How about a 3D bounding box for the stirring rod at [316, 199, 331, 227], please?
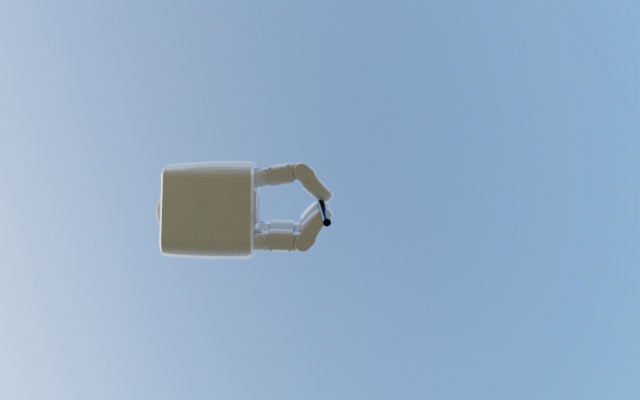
[{"bbox_3d":[0.000,0.002,0.579,0.011,0.011,0.239,0,9,-3],"label":"stirring rod"}]
